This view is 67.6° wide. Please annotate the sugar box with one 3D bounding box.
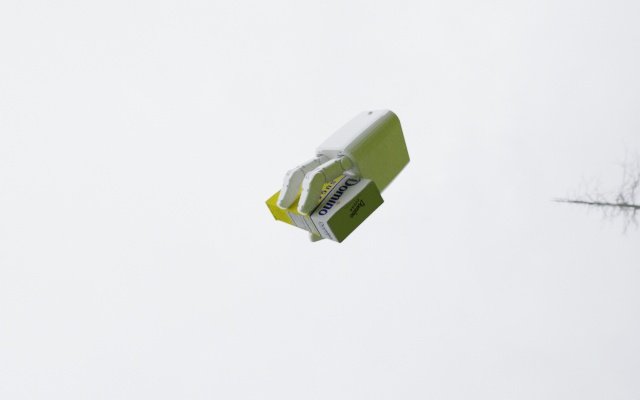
[{"bbox_3d":[0.000,0.002,0.696,0.093,0.048,0.176,-41,25,-22],"label":"sugar box"}]
